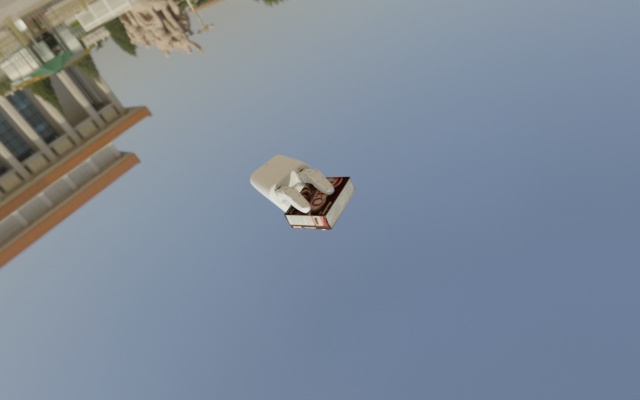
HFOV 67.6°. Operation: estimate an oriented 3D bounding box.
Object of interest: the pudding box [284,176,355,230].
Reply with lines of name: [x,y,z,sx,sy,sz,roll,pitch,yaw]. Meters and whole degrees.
pudding box: [0.000,0.003,0.871,0.090,0.039,0.113,-1,42,34]
